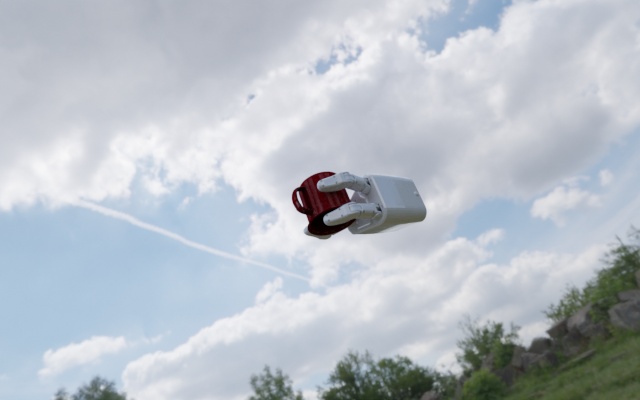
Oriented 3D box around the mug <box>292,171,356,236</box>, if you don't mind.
[{"bbox_3d":[-0.001,0.003,0.832,0.117,0.081,0.093,4,-38,-35],"label":"mug"}]
